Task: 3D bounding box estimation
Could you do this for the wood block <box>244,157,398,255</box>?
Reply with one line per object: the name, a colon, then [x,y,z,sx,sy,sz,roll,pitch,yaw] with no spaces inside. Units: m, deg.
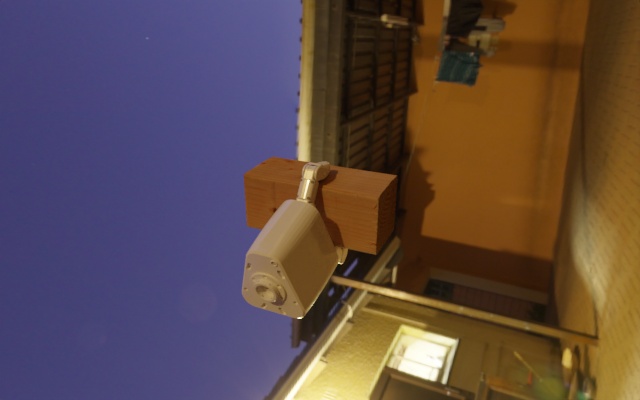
wood block: [0.000,0.002,0.705,0.206,0.091,0.090,11,26,22]
